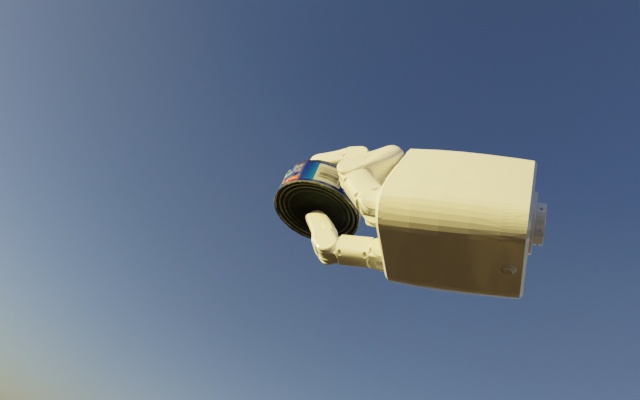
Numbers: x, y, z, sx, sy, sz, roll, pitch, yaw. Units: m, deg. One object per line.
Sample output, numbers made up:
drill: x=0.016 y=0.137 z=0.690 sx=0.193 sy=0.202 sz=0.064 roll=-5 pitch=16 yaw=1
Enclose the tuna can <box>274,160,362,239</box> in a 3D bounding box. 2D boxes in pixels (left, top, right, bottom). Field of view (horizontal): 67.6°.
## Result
tuna can: x=0.000 y=0.001 z=0.469 sx=0.086 sy=0.033 sz=0.086 roll=13 pitch=-40 yaw=12
